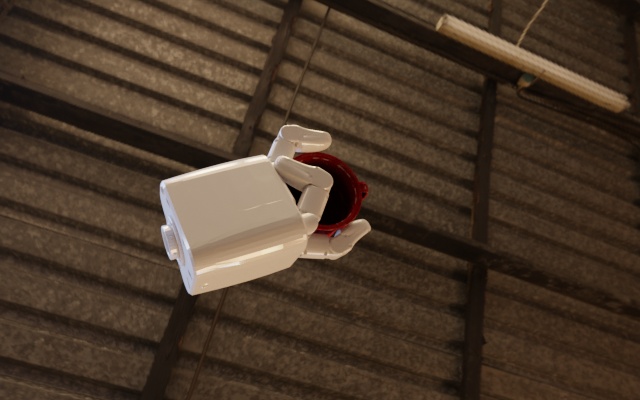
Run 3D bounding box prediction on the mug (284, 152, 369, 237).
[{"bbox_3d":[0.001,0.001,0.551,0.117,0.093,0.081,-15,-18,-25],"label":"mug"}]
